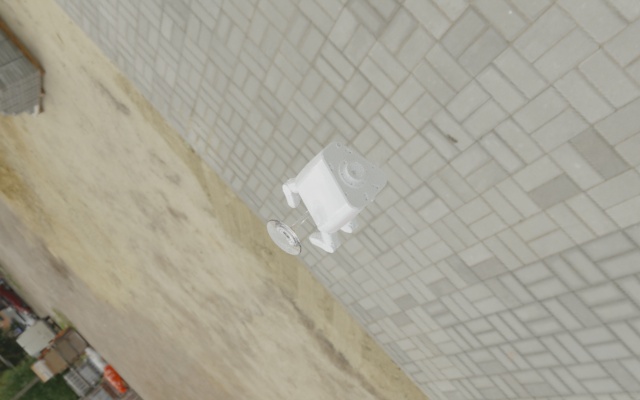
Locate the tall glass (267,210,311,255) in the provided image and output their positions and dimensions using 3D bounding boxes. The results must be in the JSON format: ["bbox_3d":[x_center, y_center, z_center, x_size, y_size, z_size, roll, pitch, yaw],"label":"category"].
[{"bbox_3d":[0.000,0.003,0.836,0.079,0.079,0.201,0,36,49],"label":"tall glass"}]
